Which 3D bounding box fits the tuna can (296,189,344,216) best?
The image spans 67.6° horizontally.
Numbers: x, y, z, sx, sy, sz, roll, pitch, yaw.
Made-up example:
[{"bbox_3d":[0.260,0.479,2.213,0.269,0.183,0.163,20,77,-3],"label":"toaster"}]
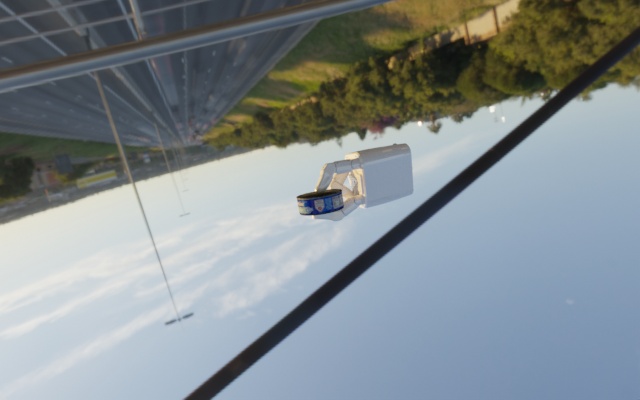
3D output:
[{"bbox_3d":[0.000,0.003,0.880,0.086,0.034,0.086,-9,8,1],"label":"tuna can"}]
